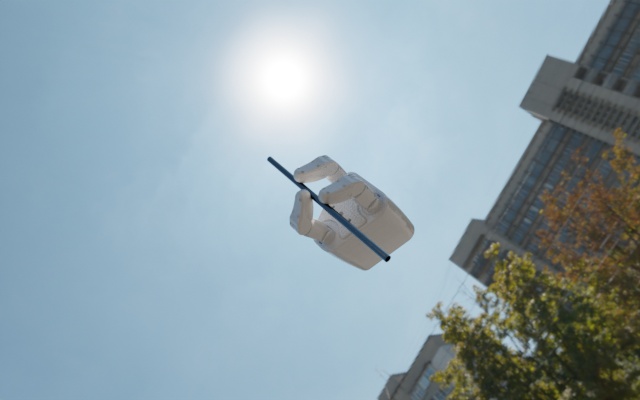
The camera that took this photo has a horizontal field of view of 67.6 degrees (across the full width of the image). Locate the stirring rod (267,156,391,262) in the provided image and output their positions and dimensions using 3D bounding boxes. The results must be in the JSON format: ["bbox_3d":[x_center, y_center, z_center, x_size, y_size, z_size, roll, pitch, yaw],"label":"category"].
[{"bbox_3d":[0.000,0.002,0.569,0.011,0.011,0.239,0,29,-41],"label":"stirring rod"}]
